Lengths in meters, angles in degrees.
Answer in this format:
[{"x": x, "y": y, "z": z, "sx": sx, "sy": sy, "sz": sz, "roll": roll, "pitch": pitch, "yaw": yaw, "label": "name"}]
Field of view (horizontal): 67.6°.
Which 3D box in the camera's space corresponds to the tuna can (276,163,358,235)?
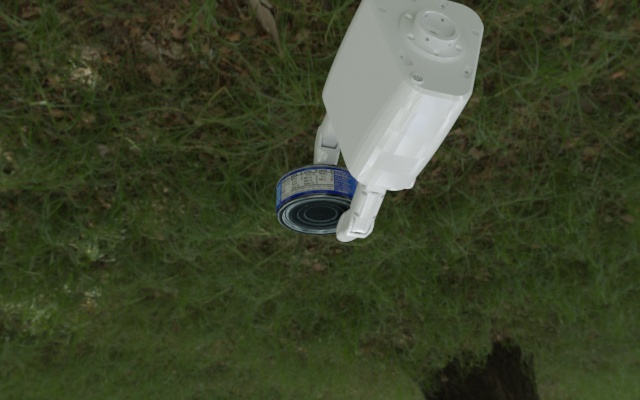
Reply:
[{"x": 0.000, "y": 0.002, "z": 0.459, "sx": 0.086, "sy": 0.033, "sz": 0.086, "roll": -1, "pitch": -29, "yaw": -1, "label": "tuna can"}]
